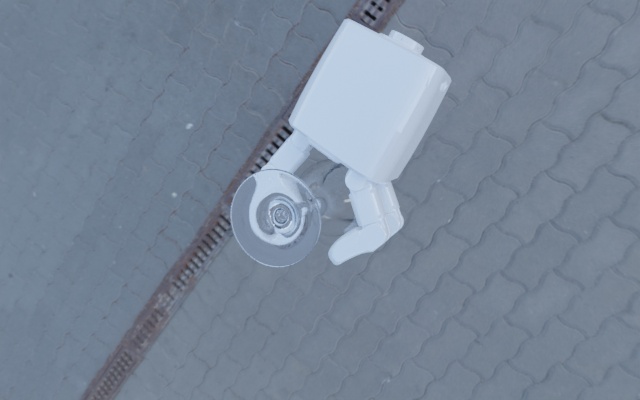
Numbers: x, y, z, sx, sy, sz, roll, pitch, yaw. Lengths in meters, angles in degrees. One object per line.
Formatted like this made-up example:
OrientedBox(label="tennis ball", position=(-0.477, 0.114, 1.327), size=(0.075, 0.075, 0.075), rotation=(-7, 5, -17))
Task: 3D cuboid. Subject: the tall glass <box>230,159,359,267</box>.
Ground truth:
OrientedBox(label="tall glass", position=(0.000, 0.002, 0.446), size=(0.079, 0.079, 0.201), rotation=(0, 7, 20))
